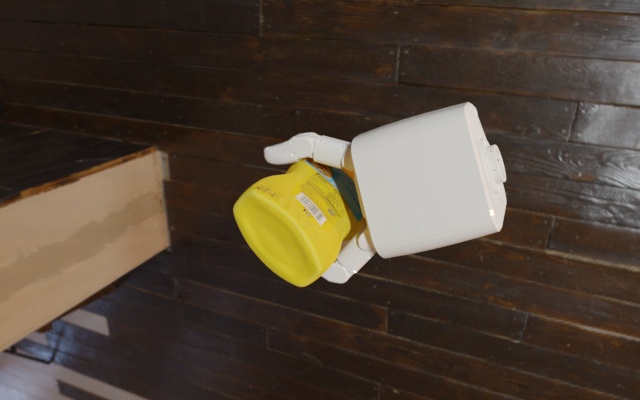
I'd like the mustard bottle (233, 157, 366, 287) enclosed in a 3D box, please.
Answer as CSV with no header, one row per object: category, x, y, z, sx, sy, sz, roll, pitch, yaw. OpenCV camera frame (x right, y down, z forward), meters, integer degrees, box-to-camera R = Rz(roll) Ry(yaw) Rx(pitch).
mustard bottle,0.000,0.002,0.476,0.058,0.096,0.191,-44,-2,31
